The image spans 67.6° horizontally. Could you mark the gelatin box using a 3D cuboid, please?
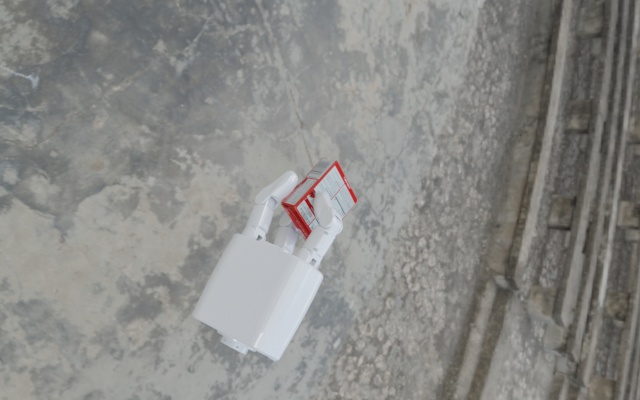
[{"bbox_3d":[0.001,0.002,0.605,0.030,0.073,0.089,16,56,45],"label":"gelatin box"}]
